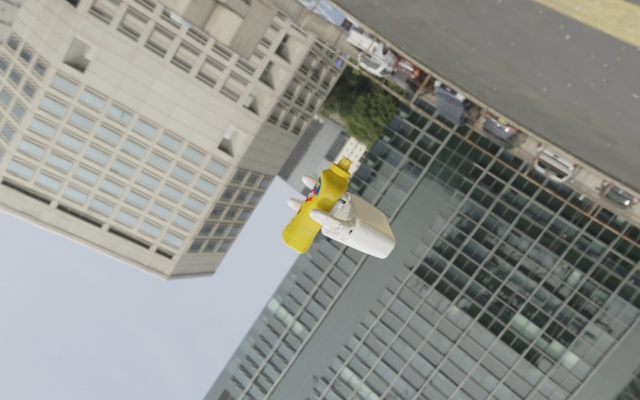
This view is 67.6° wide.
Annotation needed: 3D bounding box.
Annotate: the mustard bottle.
[{"bbox_3d":[0.000,0.003,0.897,0.058,0.191,0.096,32,10,-7],"label":"mustard bottle"}]
